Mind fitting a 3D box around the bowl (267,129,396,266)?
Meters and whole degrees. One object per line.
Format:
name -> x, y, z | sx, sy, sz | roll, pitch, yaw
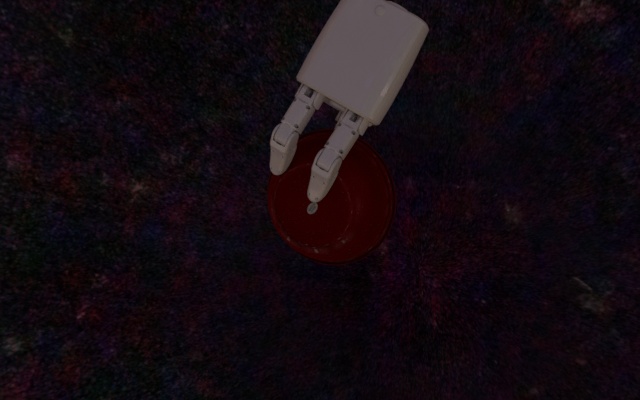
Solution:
bowl -> 0.000, 0.003, 0.536 | 0.162, 0.162, 0.055 | 0, 9, 22
